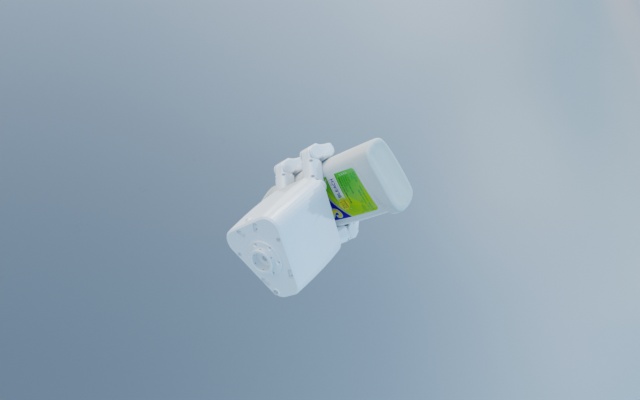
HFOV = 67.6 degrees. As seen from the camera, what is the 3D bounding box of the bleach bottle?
[{"bbox_3d":[0.000,0.002,0.688,0.251,0.102,0.068,-23,13,39],"label":"bleach bottle"}]
